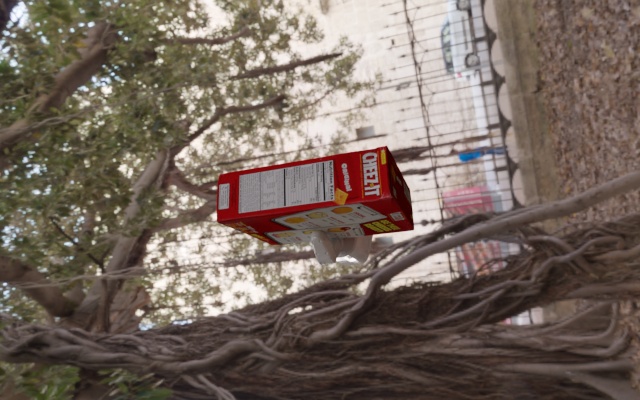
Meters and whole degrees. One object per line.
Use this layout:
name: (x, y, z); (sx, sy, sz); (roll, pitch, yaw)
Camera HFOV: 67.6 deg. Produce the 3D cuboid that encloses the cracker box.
cracker box: (0.000, 0.002, 0.614); (0.214, 0.072, 0.164); (-8, -18, 17)
